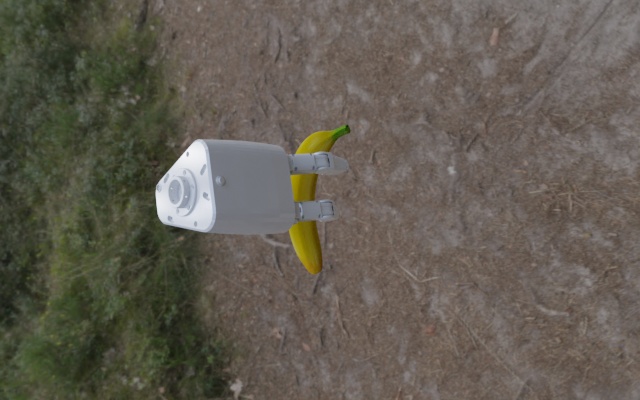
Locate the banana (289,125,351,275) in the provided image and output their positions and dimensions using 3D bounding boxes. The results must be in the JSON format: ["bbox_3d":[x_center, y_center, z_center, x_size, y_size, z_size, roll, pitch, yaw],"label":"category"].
[{"bbox_3d":[-0.014,-0.005,0.622,0.069,0.198,0.037,15,9,35],"label":"banana"}]
